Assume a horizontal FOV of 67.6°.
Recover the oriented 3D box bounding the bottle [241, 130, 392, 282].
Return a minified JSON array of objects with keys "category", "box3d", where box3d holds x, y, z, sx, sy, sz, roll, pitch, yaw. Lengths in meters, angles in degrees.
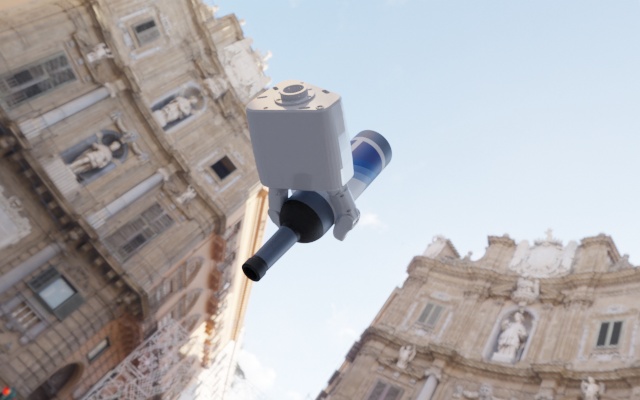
[{"category":"bottle","box3d":[0.000,0.002,0.635,0.069,0.069,0.295,0,33,41]}]
